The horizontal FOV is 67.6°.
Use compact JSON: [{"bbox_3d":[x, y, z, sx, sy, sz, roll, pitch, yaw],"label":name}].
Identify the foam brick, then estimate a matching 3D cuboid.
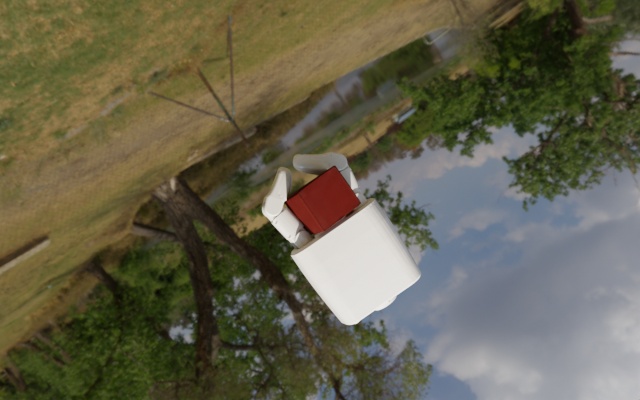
[{"bbox_3d":[0.000,0.002,0.530,0.053,0.051,0.078,-35,3,-16],"label":"foam brick"}]
